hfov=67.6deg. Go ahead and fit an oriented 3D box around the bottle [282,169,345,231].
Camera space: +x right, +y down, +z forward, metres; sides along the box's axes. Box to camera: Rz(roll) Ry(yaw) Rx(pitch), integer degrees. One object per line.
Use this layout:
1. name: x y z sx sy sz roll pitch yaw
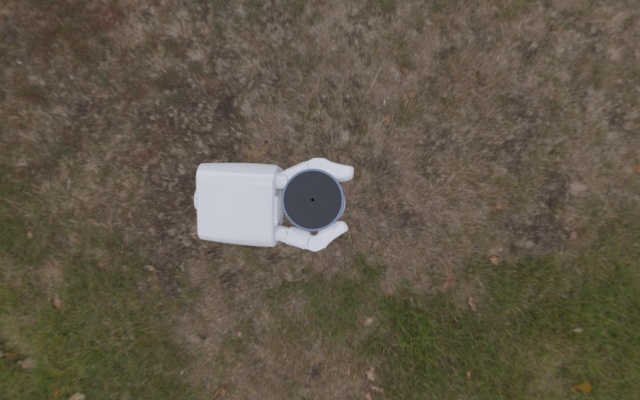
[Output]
1. bottle: 0.000 0.002 0.649 0.069 0.069 0.296 0 -1 3
